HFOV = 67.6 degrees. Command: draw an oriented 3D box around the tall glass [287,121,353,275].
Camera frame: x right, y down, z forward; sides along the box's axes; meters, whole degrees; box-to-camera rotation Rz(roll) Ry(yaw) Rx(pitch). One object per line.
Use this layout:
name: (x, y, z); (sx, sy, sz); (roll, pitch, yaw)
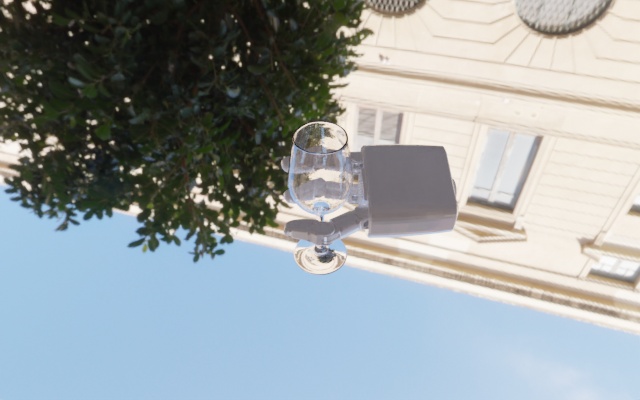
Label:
tall glass: (0.000, 0.002, 0.591); (0.079, 0.201, 0.079); (0, 44, 0)
